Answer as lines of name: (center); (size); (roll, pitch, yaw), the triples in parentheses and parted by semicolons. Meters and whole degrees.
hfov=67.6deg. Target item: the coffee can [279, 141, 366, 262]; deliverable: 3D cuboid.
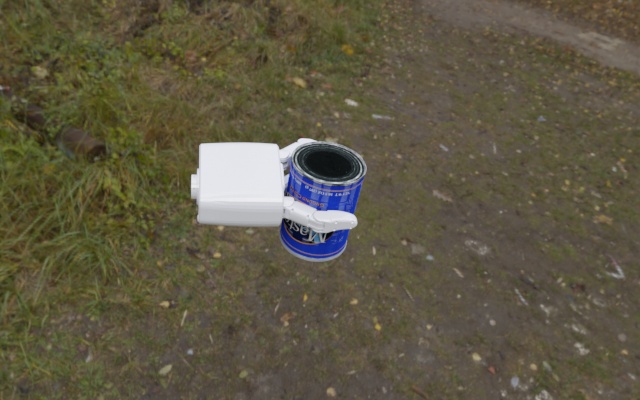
coffee can: (0.000, 0.002, 0.679); (0.103, 0.140, 0.102); (8, 37, -6)
